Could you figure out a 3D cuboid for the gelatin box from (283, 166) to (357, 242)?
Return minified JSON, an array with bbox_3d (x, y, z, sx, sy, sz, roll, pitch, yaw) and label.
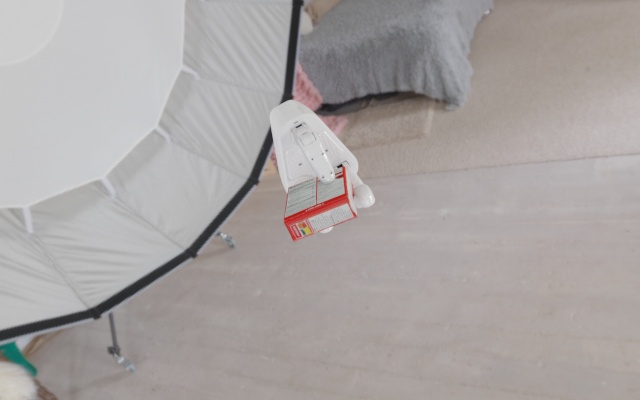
[{"bbox_3d":[0.000,0.001,0.525,0.073,0.030,0.089,-21,23,10],"label":"gelatin box"}]
